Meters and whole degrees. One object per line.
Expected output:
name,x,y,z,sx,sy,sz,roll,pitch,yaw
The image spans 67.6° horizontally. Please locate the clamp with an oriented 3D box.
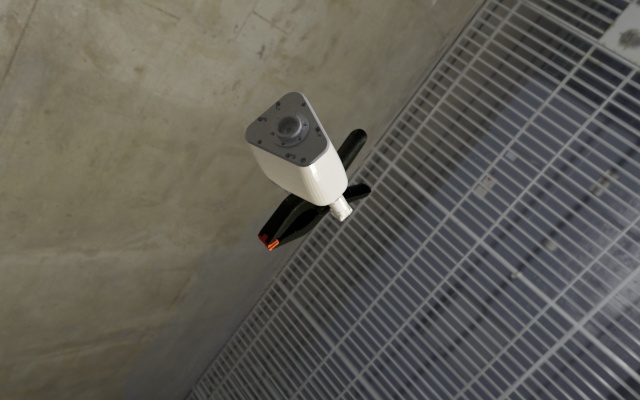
clamp,0.000,0.003,0.721,0.036,0.210,0.165,45,-8,28
